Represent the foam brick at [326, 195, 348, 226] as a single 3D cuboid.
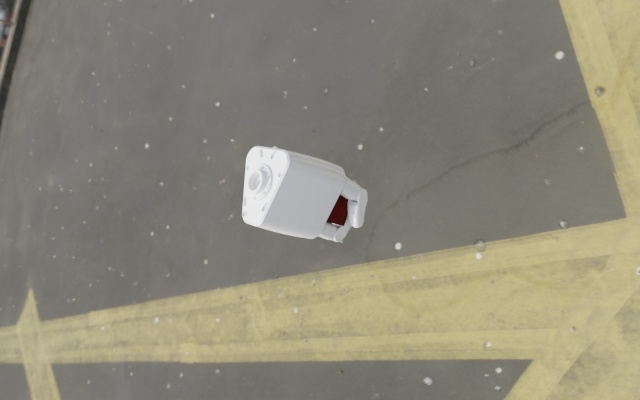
[{"bbox_3d":[0.000,0.002,0.727,0.051,0.053,0.078,17,-3,-44],"label":"foam brick"}]
